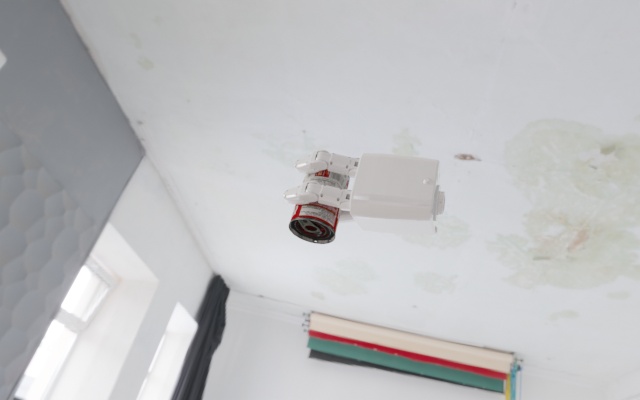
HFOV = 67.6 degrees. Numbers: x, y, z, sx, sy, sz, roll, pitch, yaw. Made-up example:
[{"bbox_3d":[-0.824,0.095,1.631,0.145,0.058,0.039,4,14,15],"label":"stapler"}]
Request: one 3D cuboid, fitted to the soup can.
[{"bbox_3d":[0.000,0.002,0.691,0.068,0.102,0.068,12,-31,7],"label":"soup can"}]
